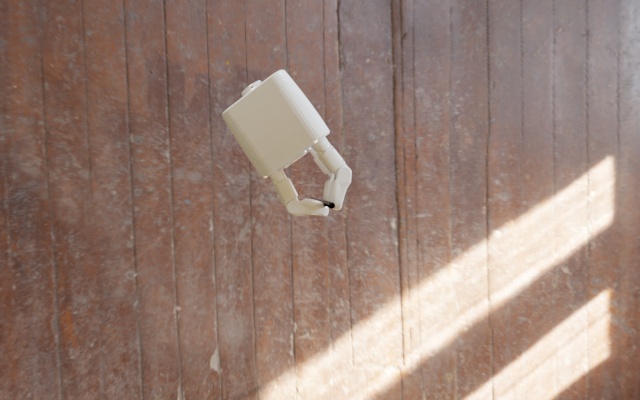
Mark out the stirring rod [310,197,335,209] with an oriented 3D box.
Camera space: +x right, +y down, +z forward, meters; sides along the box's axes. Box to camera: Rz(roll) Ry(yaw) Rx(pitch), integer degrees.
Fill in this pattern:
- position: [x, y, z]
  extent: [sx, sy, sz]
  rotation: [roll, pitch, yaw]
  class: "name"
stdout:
- position: [0.000, 0.002, 0.732]
  extent: [0.011, 0.011, 0.239]
  rotation: [0, 2, -7]
  class: "stirring rod"
